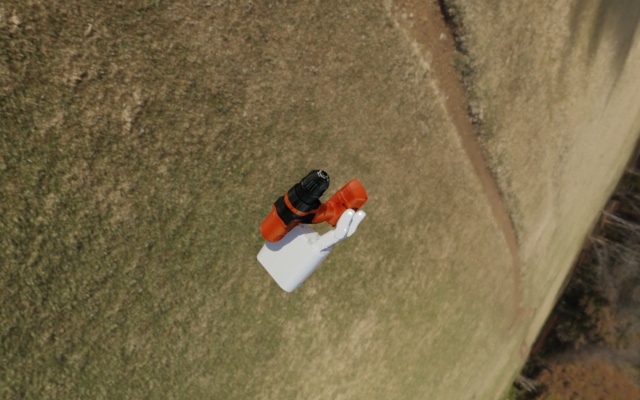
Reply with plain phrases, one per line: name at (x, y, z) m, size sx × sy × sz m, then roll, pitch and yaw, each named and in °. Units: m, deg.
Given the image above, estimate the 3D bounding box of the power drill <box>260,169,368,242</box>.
power drill at (0.000, 0.003, 0.871) m, size 0.187 × 0.057 × 0.184 m, roll -6°, pitch -29°, yaw -46°
